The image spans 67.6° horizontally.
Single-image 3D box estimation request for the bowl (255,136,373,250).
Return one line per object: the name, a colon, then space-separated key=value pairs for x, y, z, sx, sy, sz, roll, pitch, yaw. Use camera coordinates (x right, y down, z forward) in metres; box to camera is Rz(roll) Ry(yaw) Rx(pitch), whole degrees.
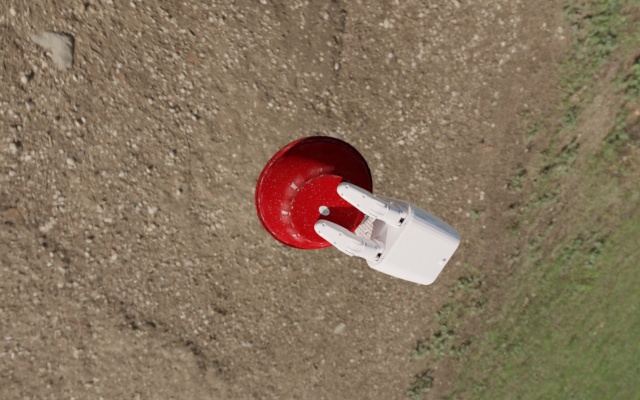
bowl: x=-0.001 y=0.002 z=0.608 sx=0.162 sy=0.162 sz=0.055 roll=0 pitch=22 yaw=-16
